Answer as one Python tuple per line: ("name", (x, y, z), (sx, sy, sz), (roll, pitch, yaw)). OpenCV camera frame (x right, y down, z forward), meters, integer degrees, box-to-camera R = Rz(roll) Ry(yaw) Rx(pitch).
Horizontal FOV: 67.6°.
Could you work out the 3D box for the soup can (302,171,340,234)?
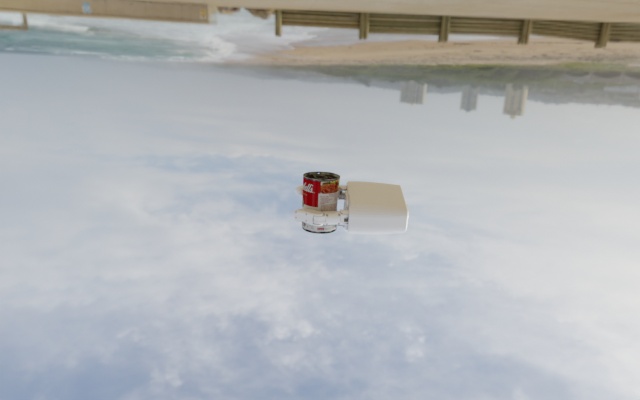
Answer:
("soup can", (0.000, 0.003, 0.881), (0.068, 0.102, 0.068), (2, 16, -1))
